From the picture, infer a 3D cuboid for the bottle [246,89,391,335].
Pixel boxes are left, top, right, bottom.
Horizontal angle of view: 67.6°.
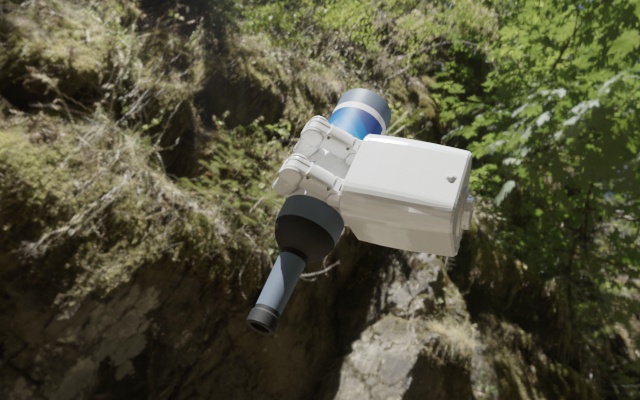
[{"bbox_3d":[0.000,0.001,0.503,0.069,0.295,0.069,18,-33,12],"label":"bottle"}]
